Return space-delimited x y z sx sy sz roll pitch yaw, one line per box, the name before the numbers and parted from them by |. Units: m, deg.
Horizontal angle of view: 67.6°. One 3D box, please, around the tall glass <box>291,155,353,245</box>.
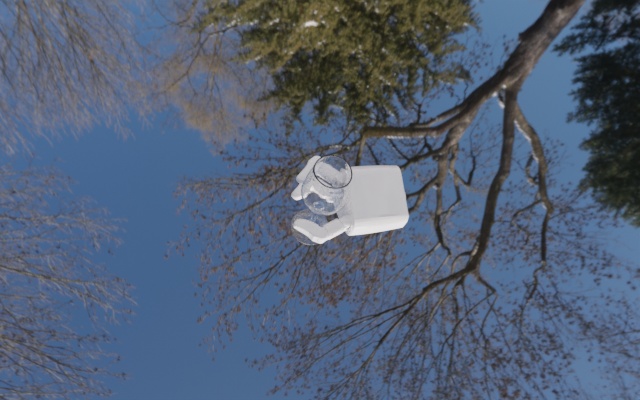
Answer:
tall glass | 0.000 0.003 0.815 0.079 0.079 0.201 0 -28 -13
